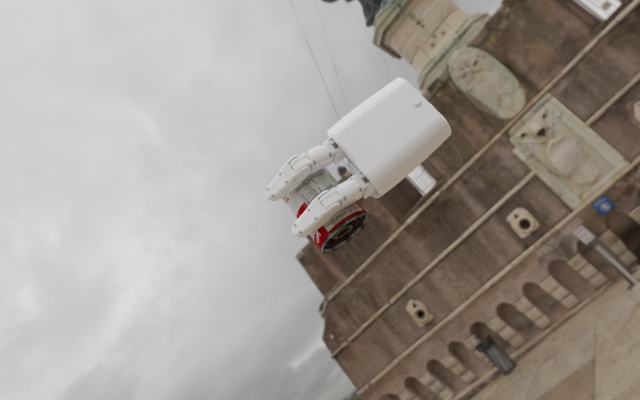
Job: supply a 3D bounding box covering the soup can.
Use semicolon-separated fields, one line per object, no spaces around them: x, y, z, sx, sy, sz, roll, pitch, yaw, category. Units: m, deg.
0.000;0.002;0.559;0.068;0.102;0.068;-33;-21;-15;soup can
